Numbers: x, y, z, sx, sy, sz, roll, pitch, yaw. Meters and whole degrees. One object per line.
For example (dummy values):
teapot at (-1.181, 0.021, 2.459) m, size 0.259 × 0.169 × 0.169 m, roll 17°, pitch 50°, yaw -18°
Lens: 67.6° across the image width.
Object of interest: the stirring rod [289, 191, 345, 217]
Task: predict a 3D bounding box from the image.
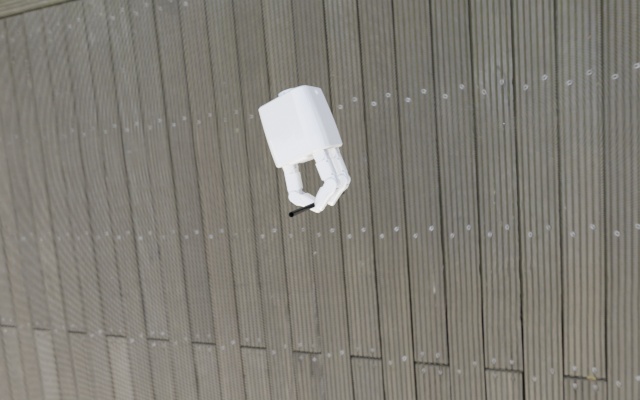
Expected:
stirring rod at (0.000, 0.003, 0.804) m, size 0.011 × 0.011 × 0.239 m, roll 0°, pitch 9°, yaw 21°
